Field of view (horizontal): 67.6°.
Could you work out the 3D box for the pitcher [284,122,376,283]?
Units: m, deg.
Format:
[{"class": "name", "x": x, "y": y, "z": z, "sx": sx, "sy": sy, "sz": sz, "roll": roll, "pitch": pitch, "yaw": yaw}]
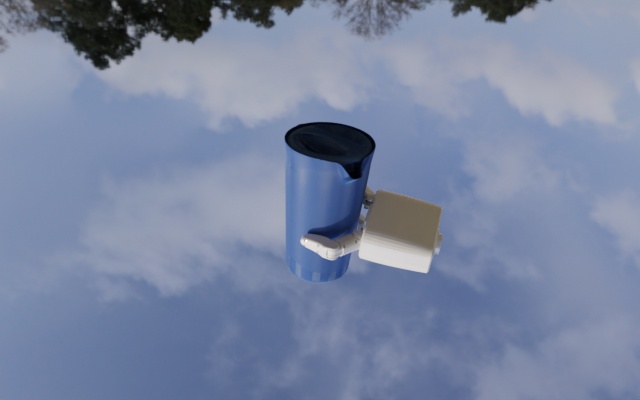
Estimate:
[{"class": "pitcher", "x": 0.000, "y": 0.003, "z": 0.760, "sx": 0.145, "sy": 0.243, "sz": 0.149, "roll": 14, "pitch": 33, "yaw": 12}]
